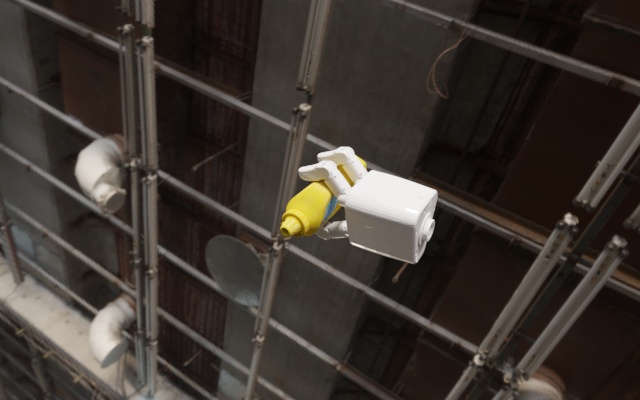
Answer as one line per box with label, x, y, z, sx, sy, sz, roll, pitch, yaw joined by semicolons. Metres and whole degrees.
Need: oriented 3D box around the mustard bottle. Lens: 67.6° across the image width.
mustard bottle;0.000;0.002;0.734;0.058;0.096;0.191;38;41;10
